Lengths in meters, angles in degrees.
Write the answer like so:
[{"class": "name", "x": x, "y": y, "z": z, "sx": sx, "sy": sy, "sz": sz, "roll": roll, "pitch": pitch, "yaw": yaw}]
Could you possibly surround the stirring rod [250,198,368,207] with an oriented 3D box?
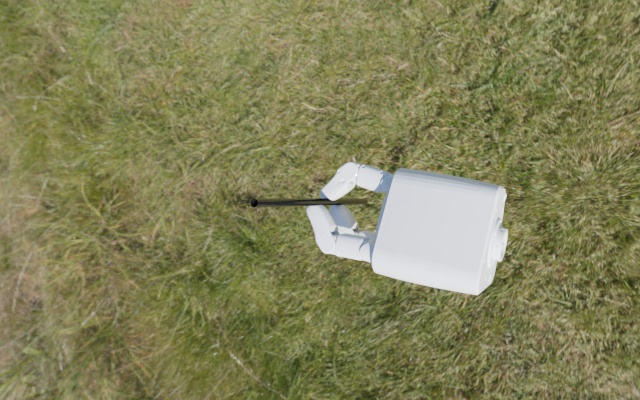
[{"class": "stirring rod", "x": 0.000, "y": 0.002, "z": 0.526, "sx": 0.011, "sy": 0.011, "sz": 0.239, "roll": 0, "pitch": 0, "yaw": 29}]
